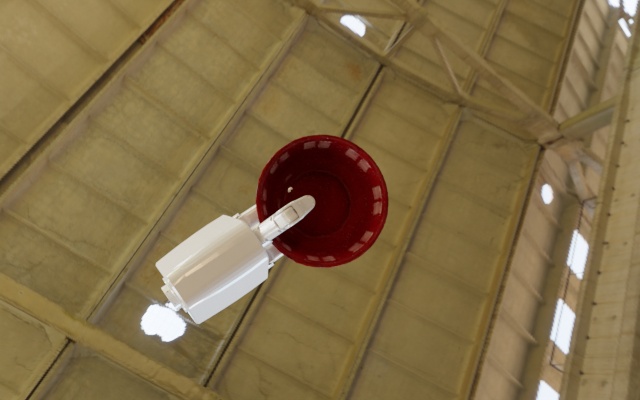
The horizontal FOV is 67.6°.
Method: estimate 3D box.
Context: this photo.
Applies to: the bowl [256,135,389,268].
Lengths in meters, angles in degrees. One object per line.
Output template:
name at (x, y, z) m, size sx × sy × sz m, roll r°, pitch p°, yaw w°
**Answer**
bowl at (0.001, 0.002, 0.599) m, size 0.162 × 0.162 × 0.055 m, roll 0°, pitch -5°, yaw -8°
